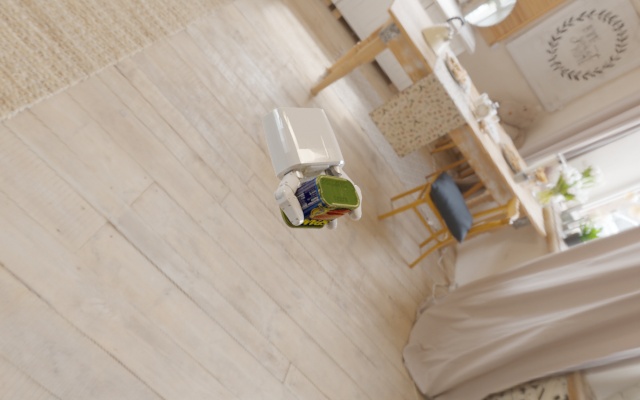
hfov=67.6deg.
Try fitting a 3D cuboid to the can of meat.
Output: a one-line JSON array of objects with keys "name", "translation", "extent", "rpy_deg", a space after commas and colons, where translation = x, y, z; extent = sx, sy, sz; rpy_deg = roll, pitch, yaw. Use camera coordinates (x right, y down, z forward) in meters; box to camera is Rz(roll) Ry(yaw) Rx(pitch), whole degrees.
[{"name": "can of meat", "translation": [0.000, 0.002, 0.749], "extent": [0.084, 0.057, 0.102], "rpy_deg": [-29, -21, 34]}]
